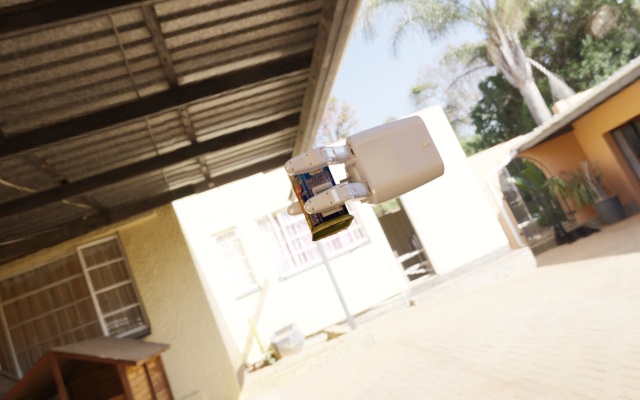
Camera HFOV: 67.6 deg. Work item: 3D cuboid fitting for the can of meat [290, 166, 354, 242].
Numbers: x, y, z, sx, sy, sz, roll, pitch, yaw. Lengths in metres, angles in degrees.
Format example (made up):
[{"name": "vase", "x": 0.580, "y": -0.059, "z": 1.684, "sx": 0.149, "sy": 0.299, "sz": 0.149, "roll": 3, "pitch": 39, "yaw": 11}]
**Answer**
[{"name": "can of meat", "x": 0.000, "y": 0.002, "z": 0.637, "sx": 0.057, "sy": 0.084, "sz": 0.102, "roll": -21, "pitch": -11, "yaw": -6}]
